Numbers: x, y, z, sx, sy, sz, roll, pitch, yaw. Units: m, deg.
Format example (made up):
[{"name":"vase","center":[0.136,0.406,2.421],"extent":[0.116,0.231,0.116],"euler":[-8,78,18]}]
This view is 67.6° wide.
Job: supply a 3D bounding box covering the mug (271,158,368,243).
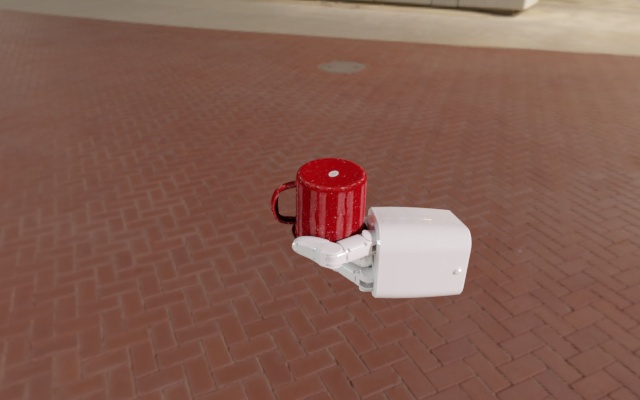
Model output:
[{"name":"mug","center":[-0.001,0.002,0.563],"extent":[0.117,0.081,0.093],"euler":[0,31,-1]}]
